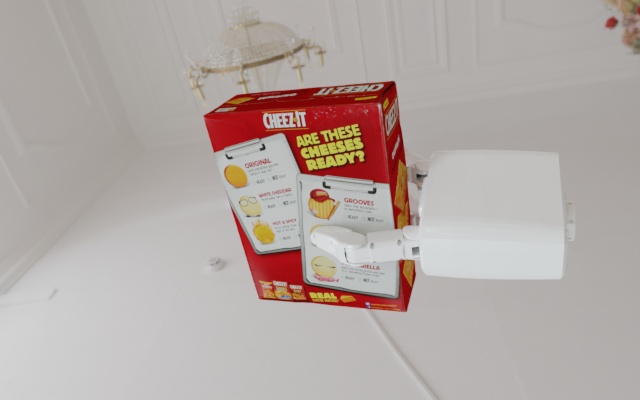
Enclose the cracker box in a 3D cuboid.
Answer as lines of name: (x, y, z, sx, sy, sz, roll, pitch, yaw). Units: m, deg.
cracker box: (0.000, 0.002, 0.464, 0.164, 0.214, 0.072, 0, 30, 21)
